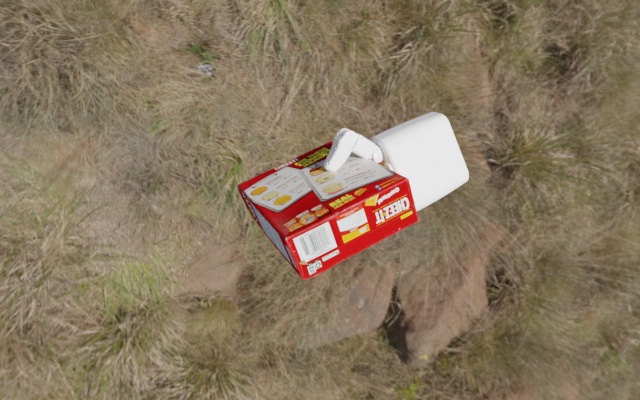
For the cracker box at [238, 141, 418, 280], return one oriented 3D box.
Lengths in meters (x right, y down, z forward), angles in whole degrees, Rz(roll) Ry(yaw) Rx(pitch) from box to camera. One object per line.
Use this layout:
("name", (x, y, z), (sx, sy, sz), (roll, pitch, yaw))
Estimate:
("cracker box", (0.000, 0.002, 0.637), (0.164, 0.072, 0.213), (-26, 27, -14))
